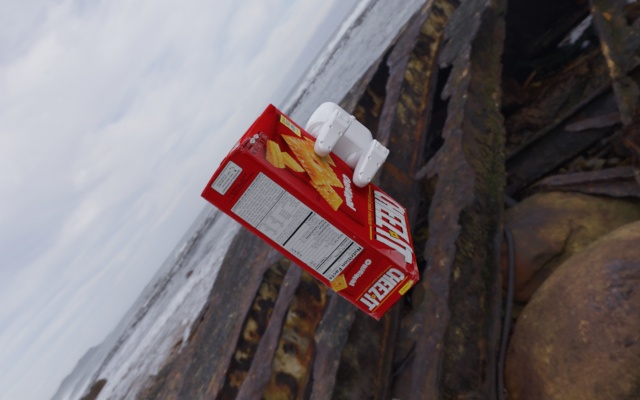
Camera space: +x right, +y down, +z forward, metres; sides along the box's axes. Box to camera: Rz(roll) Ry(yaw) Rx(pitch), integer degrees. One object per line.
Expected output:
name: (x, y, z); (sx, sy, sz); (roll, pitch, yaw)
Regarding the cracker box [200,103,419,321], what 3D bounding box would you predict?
cracker box: (0.000, 0.002, 0.510); (0.214, 0.072, 0.164); (36, 22, -11)
